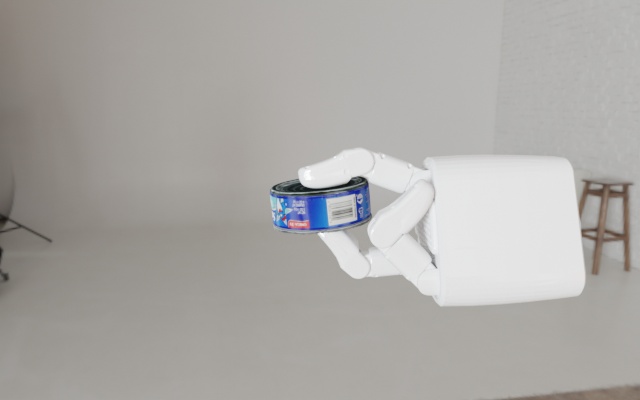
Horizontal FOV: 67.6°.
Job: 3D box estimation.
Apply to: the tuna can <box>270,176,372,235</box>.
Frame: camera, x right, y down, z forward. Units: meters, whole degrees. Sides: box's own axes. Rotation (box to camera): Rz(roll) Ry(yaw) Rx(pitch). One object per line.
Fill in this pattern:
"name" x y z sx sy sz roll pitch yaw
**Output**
"tuna can" 0.000 0.001 0.408 0.086 0.034 0.086 -5 11 1
